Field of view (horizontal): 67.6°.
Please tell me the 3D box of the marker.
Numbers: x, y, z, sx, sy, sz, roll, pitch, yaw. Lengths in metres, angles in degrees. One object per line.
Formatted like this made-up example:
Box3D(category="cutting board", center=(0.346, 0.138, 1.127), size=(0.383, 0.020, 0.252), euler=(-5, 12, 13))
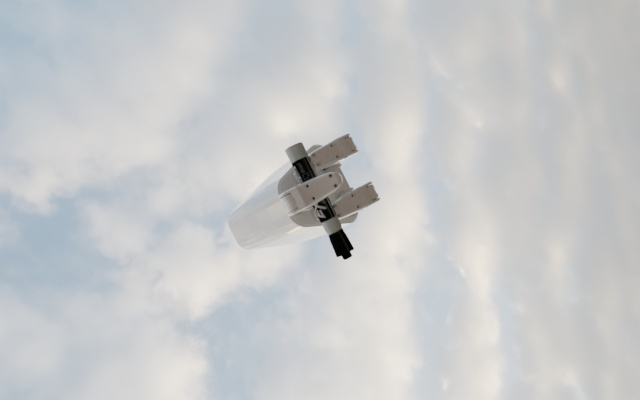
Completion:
Box3D(category="marker", center=(0.000, 0.001, 0.462), size=(0.020, 0.121, 0.020), euler=(-26, -1, 0))
